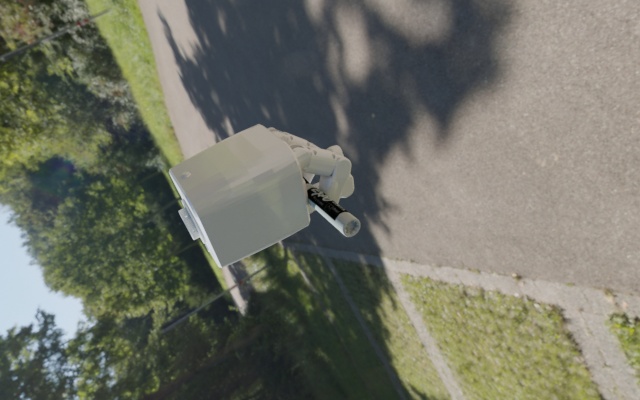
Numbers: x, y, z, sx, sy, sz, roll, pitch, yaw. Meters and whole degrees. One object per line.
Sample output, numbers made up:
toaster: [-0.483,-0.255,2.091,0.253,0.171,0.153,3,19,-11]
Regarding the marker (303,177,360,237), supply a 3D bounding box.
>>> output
marker: [0.000,0.002,0.476,0.020,0.020,0.121,0,23,-30]
